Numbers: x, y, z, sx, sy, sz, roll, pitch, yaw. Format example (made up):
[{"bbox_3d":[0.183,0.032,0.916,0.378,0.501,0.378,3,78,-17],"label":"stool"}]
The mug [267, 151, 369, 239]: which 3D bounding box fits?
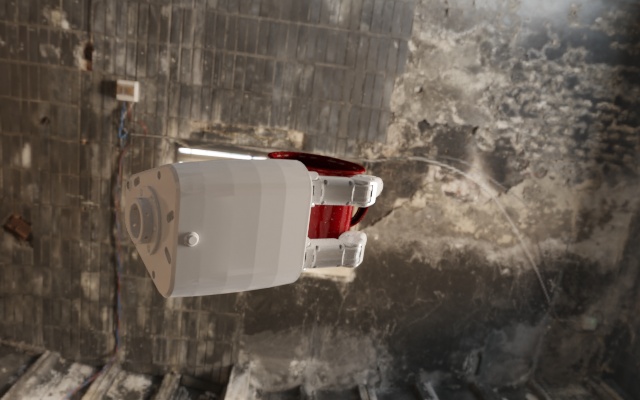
[{"bbox_3d":[0.001,0.002,0.465,0.117,0.081,0.093,-1,16,-36],"label":"mug"}]
